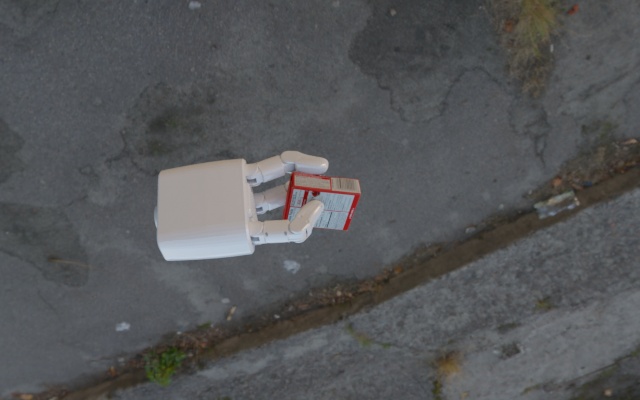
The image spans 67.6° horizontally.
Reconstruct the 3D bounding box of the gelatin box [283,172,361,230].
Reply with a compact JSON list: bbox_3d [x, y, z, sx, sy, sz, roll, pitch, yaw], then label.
[{"bbox_3d":[0.000,0.002,0.612,0.089,0.030,0.073,6,-44,-9],"label":"gelatin box"}]
